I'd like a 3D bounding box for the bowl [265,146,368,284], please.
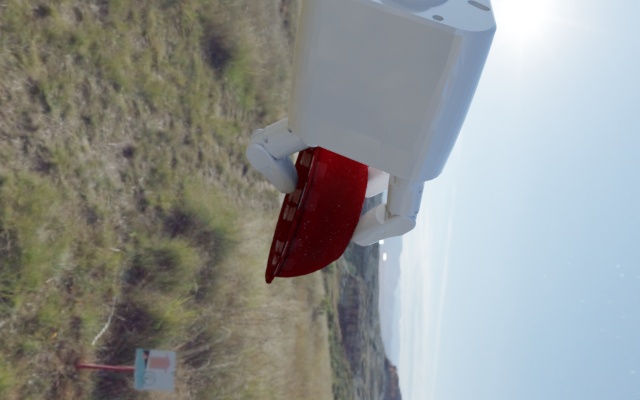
[{"bbox_3d":[0.000,0.002,0.421,0.055,0.162,0.162,17,-3,-9],"label":"bowl"}]
